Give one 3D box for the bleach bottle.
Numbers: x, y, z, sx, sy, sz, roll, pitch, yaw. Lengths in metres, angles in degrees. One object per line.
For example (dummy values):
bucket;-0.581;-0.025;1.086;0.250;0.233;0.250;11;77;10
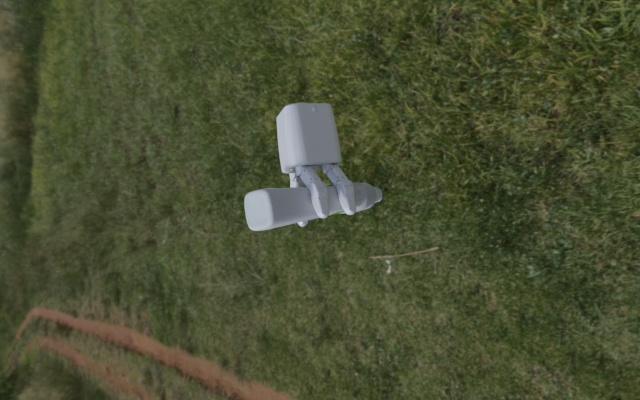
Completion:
bleach bottle;0.000;0.003;0.848;0.251;0.068;0.102;-7;-2;-33
